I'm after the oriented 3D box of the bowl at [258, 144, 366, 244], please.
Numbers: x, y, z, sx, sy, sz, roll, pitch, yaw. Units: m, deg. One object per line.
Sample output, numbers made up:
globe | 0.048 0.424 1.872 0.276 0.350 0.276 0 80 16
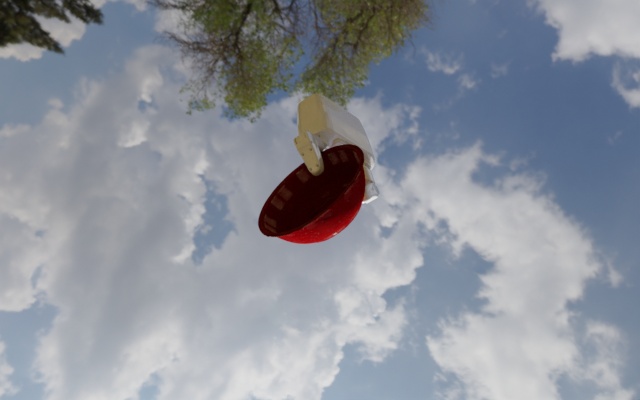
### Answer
bowl | 0.000 0.003 0.605 0.162 0.162 0.055 0 -45 53
